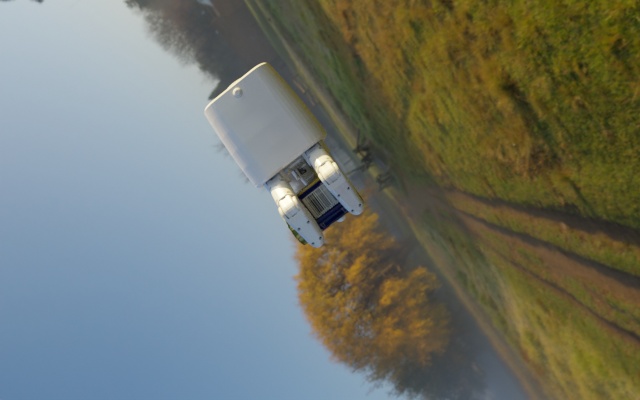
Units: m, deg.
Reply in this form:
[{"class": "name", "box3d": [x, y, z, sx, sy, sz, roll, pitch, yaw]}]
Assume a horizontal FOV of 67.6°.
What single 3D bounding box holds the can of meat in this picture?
[{"class": "can of meat", "box3d": [0.000, 0.002, 0.564, 0.084, 0.057, 0.102, -37, 4, 5]}]
